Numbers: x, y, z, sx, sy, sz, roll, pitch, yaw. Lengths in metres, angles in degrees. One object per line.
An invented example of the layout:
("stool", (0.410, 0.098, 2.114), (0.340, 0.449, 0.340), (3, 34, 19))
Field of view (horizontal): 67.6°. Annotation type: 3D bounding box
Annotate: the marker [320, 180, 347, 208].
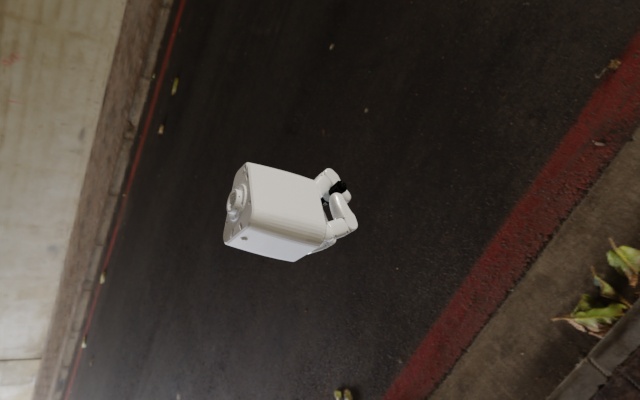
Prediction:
("marker", (0.000, 0.002, 0.717), (0.020, 0.020, 0.121), (0, -24, -37))
